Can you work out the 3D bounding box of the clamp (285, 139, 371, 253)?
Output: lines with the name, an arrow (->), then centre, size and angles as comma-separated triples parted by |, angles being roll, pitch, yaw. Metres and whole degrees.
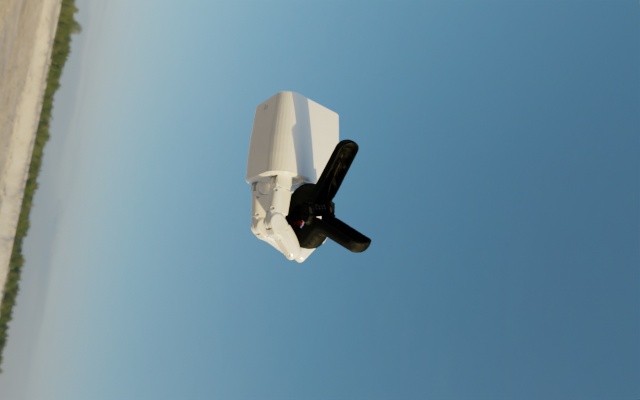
clamp -> 0.001, 0.002, 0.553 | 0.039, 0.120, 0.171 | 9, -12, -32
